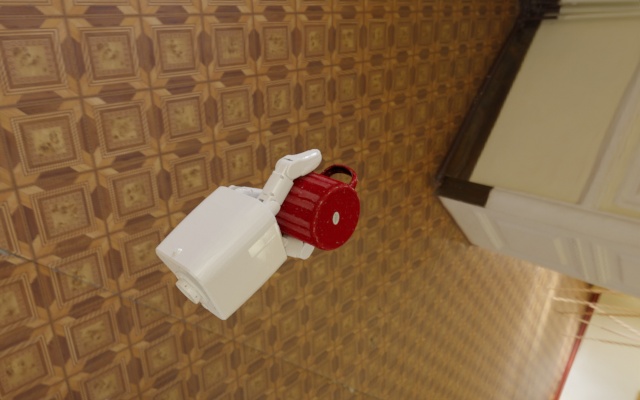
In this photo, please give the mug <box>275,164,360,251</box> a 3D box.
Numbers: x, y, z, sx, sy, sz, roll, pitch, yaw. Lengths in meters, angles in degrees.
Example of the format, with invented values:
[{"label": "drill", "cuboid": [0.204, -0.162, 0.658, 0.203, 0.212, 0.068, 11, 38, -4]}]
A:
[{"label": "mug", "cuboid": [0.001, 0.001, 0.573, 0.081, 0.093, 0.117, 21, 58, 42]}]
